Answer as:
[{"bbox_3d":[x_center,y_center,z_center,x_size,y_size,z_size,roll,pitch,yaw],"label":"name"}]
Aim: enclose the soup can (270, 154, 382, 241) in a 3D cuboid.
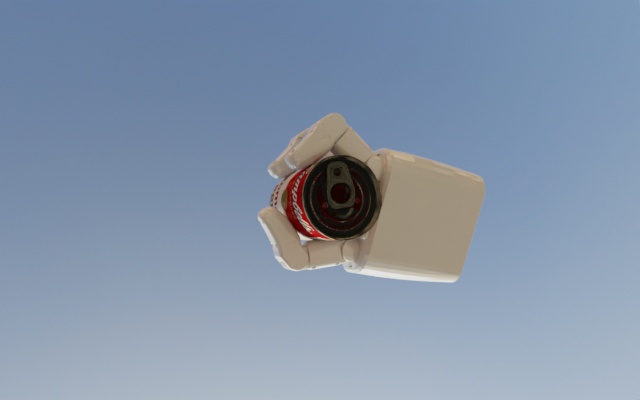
[{"bbox_3d":[-0.001,0.001,0.419,0.068,0.068,0.102,0,-4,-21],"label":"soup can"}]
